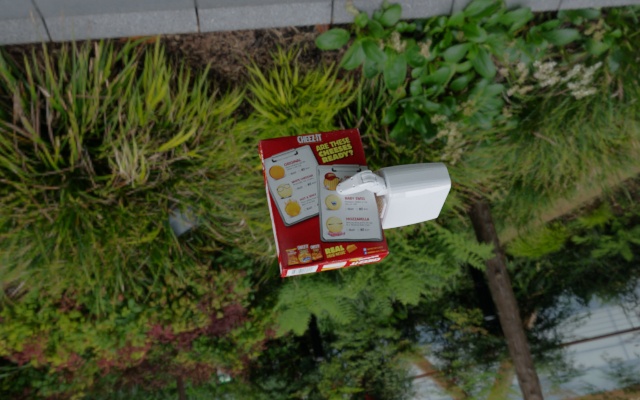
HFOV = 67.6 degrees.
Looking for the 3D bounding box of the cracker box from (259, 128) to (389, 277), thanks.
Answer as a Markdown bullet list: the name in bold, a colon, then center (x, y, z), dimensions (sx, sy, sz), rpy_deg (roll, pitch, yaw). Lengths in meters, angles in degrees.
- **cracker box**: center (0.000, 0.003, 0.756), dimensions (0.164, 0.213, 0.072), rpy_deg (-8, -19, -11)
